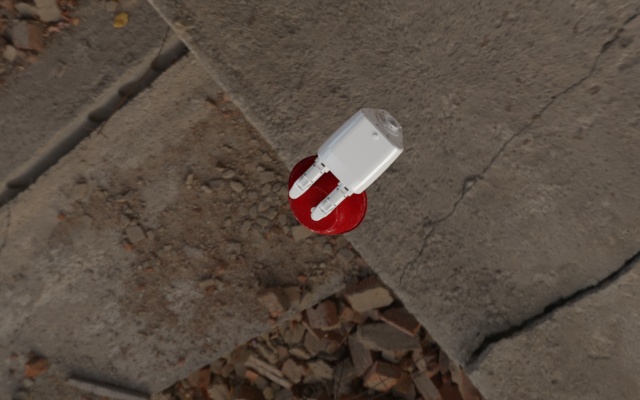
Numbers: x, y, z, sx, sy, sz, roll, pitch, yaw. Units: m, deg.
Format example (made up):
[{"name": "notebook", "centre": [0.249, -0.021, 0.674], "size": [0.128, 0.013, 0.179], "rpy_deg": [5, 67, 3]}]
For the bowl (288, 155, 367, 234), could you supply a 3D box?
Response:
[{"name": "bowl", "centre": [-0.001, 0.004, 0.860], "size": [0.162, 0.162, 0.055], "rpy_deg": [0, 27, 29]}]
